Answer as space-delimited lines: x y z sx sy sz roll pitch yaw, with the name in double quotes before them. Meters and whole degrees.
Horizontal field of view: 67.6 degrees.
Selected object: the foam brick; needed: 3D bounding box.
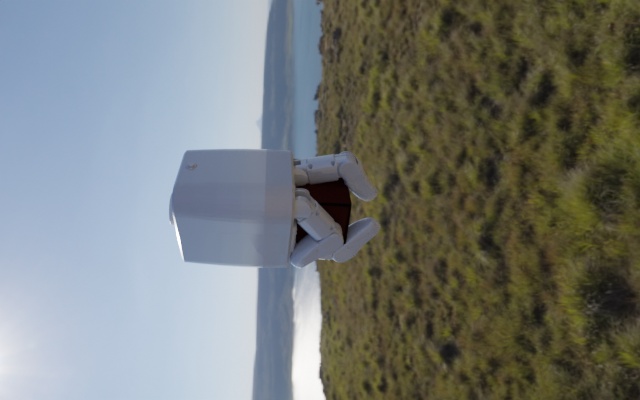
"foam brick" 0.000 0.002 0.498 0.051 0.053 0.078 2 34 -6
